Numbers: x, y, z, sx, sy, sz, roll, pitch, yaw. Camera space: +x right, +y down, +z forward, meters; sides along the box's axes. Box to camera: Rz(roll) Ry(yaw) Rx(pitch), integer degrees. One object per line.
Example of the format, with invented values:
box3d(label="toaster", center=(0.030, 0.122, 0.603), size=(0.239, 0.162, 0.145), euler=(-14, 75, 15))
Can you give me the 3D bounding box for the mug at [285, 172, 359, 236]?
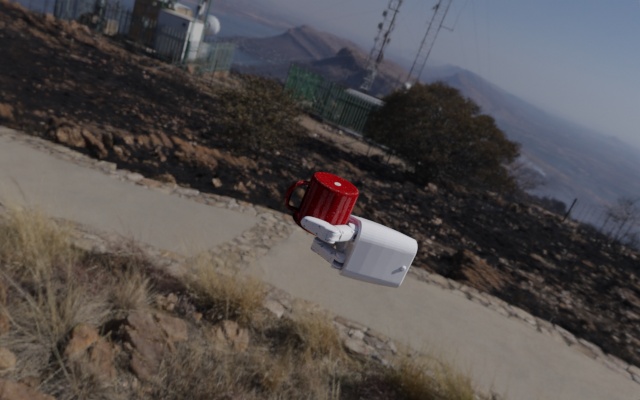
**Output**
box3d(label="mug", center=(-0.001, 0.002, 0.775), size=(0.117, 0.081, 0.093), euler=(17, 20, -15))
